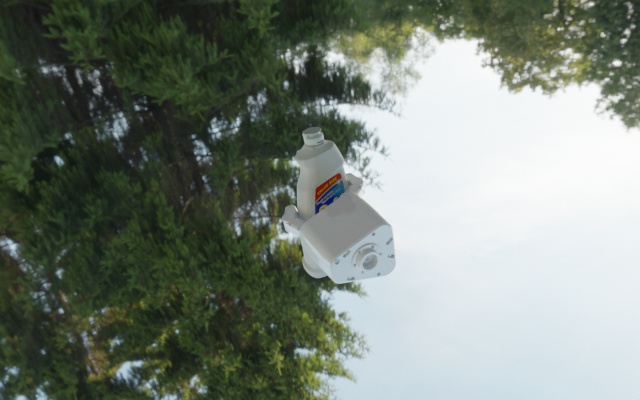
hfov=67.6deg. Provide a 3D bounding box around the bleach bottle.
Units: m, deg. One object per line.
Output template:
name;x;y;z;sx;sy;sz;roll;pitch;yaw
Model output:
bleach bottle;0.000;0.003;0.791;0.102;0.251;0.068;-21;31;-17
